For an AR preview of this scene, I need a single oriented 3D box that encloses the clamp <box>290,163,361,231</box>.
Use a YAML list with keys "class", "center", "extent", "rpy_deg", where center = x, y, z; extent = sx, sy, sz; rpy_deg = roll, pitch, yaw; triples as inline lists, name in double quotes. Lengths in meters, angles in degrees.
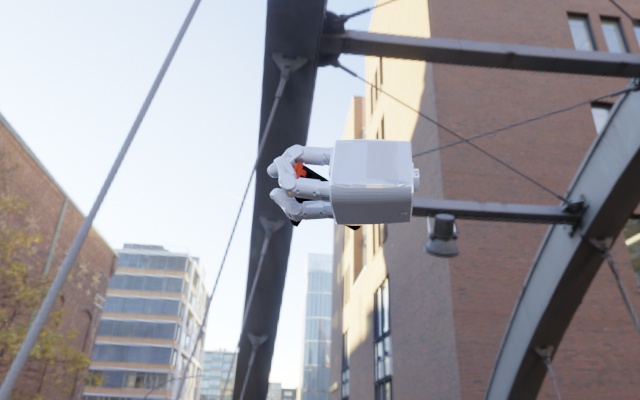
- class: "clamp"
  center: [0.000, 0.002, 0.725]
  extent: [0.120, 0.039, 0.171]
  rpy_deg: [1, -26, 9]
